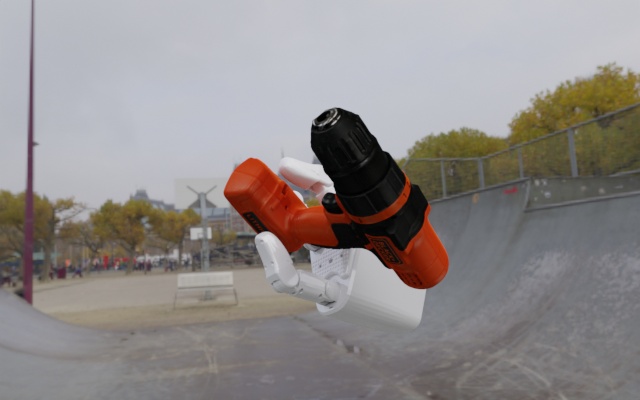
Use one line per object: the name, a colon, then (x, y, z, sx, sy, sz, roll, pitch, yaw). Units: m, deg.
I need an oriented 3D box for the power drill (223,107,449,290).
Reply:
power drill: (0.000, 0.001, 0.411, 0.187, 0.057, 0.184, 6, -38, 45)
